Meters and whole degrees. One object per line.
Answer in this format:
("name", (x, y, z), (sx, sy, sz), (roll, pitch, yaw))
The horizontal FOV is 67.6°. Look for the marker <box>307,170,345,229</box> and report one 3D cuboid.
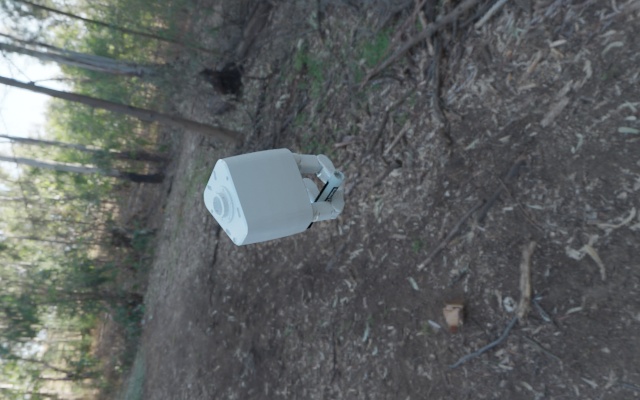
("marker", (0.000, 0.002, 0.696), (0.020, 0.020, 0.121), (0, -38, -32))
